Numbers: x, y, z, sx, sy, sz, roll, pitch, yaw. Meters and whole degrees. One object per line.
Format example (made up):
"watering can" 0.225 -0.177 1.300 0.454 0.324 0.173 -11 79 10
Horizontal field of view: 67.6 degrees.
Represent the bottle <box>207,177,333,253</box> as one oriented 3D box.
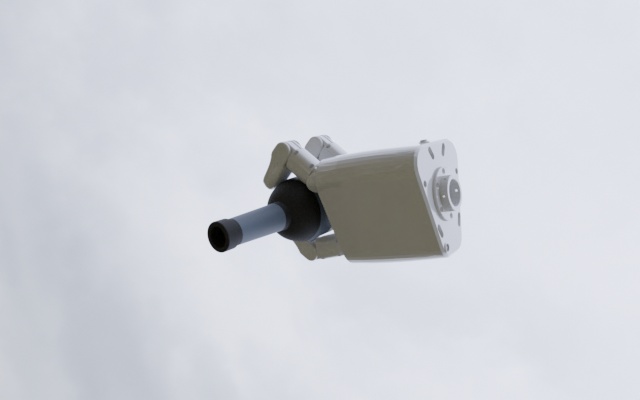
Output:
"bottle" 0.000 0.002 0.517 0.069 0.069 0.295 0 12 37
